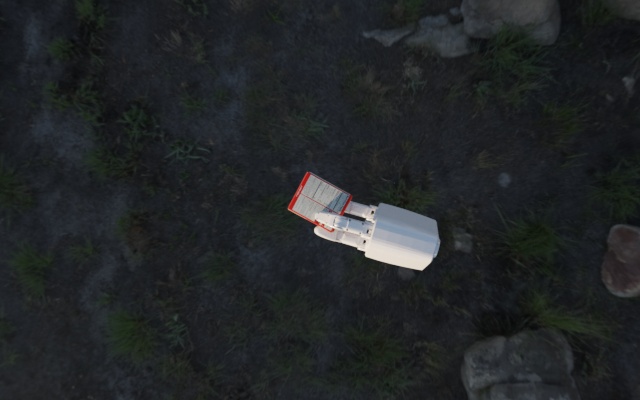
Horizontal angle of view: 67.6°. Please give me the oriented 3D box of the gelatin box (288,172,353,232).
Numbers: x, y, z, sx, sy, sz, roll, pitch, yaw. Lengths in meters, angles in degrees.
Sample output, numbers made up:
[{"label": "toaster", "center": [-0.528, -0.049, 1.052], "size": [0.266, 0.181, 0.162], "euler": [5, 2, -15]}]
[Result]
[{"label": "gelatin box", "center": [0.000, 0.003, 0.821], "size": [0.089, 0.073, 0.030], "euler": [28, 5, 4]}]
